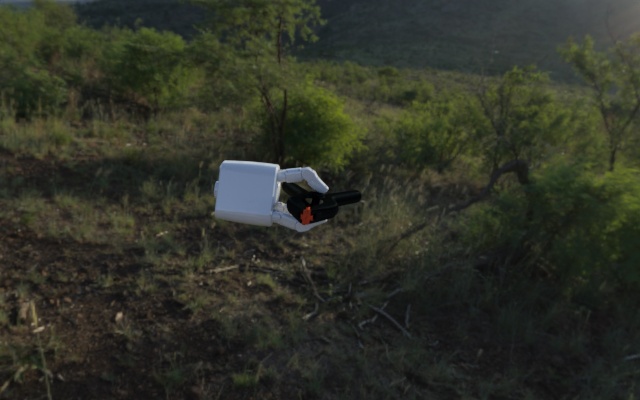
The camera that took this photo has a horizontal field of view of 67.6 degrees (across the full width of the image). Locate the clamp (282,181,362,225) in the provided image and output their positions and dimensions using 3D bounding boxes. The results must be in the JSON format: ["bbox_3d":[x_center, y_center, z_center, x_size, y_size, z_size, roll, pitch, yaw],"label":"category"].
[{"bbox_3d":[0.000,0.002,0.897,0.164,0.036,0.210,6,16,0],"label":"clamp"}]
